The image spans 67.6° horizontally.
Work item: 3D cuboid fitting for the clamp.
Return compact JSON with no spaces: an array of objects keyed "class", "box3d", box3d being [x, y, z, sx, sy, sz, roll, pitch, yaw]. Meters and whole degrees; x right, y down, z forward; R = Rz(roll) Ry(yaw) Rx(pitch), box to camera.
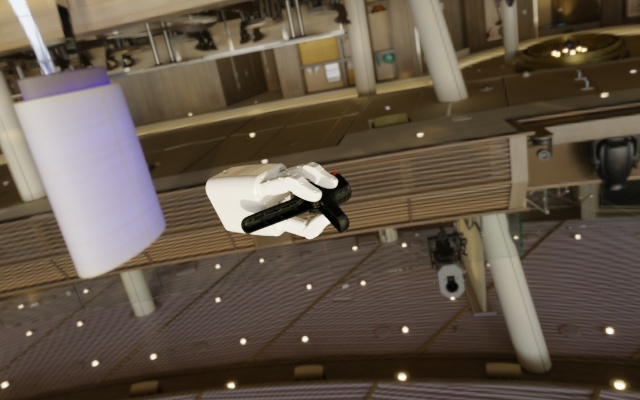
[{"class":"clamp","box3d":[0.000,0.003,0.736,0.164,0.036,0.210,2,23,29]}]
